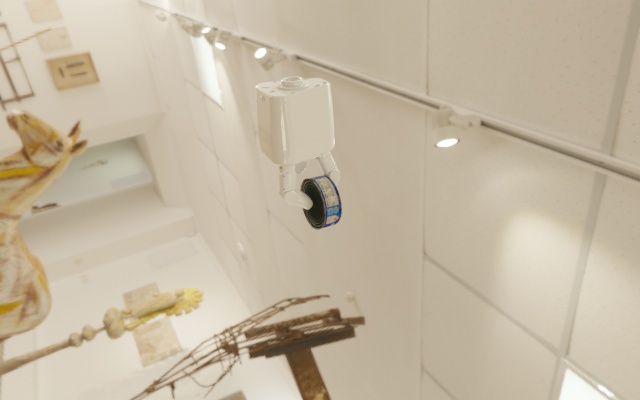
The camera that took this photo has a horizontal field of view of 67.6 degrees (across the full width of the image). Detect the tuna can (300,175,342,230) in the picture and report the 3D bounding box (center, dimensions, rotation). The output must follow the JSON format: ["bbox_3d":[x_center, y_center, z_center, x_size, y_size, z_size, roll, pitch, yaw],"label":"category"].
[{"bbox_3d":[0.001,0.002,0.781,0.034,0.086,0.086,-14,6,-25],"label":"tuna can"}]
